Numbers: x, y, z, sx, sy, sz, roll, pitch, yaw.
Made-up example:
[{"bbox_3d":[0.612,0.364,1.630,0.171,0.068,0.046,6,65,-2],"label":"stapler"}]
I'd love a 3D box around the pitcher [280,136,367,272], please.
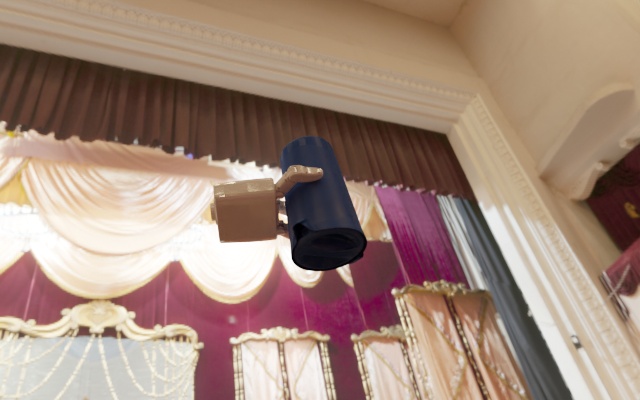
[{"bbox_3d":[0.000,0.003,0.888,0.145,0.242,0.149,-5,-38,-10],"label":"pitcher"}]
